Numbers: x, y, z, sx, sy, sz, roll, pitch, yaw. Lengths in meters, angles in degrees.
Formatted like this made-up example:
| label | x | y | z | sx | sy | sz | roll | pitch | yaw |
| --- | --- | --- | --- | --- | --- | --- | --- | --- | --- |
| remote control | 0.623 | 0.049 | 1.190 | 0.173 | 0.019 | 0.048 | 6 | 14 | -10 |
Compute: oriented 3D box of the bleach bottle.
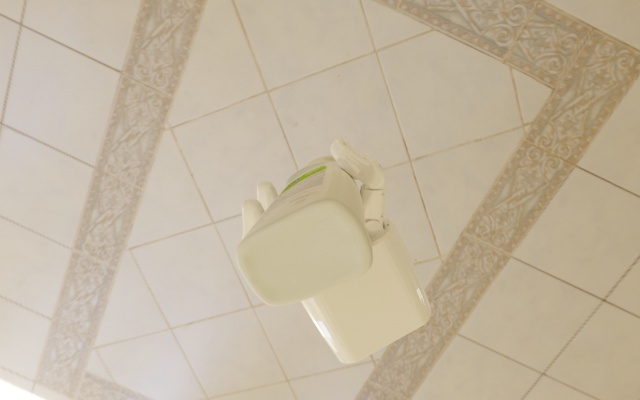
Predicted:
| label | x | y | z | sx | sy | sz | roll | pitch | yaw |
| --- | --- | --- | --- | --- | --- | --- | --- | --- | --- |
| bleach bottle | 0.000 | 0.002 | 0.459 | 0.102 | 0.068 | 0.250 | -25 | 14 | 15 |
